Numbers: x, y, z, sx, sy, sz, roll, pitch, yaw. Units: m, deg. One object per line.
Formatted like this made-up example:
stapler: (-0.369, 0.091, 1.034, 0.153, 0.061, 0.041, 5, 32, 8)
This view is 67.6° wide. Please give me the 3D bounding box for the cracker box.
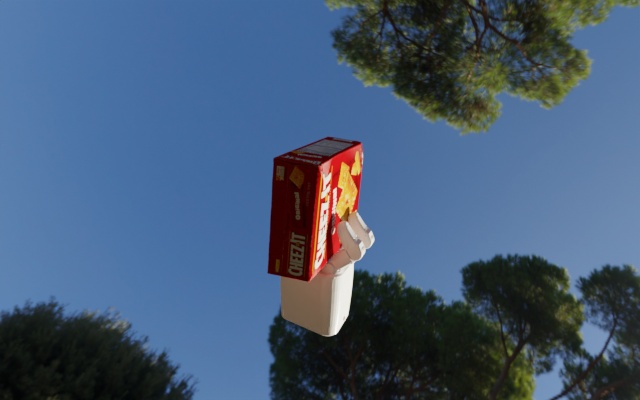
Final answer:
cracker box: (0.000, 0.002, 0.710, 0.072, 0.164, 0.213, 10, 18, 17)
